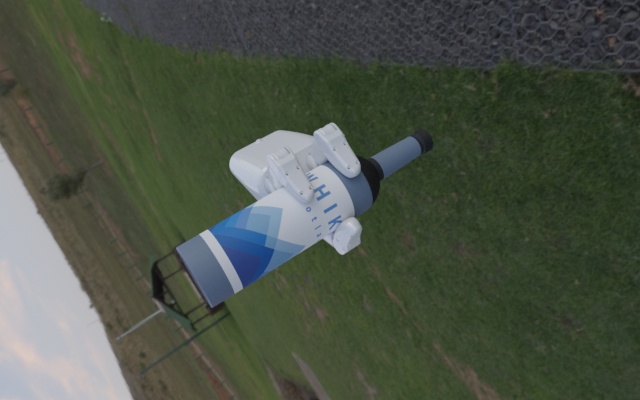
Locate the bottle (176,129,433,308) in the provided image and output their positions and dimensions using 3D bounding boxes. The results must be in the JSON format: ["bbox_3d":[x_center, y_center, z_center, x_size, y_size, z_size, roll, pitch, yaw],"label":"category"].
[{"bbox_3d":[0.000,0.002,0.497,0.295,0.069,0.069,-31,11,-19],"label":"bottle"}]
